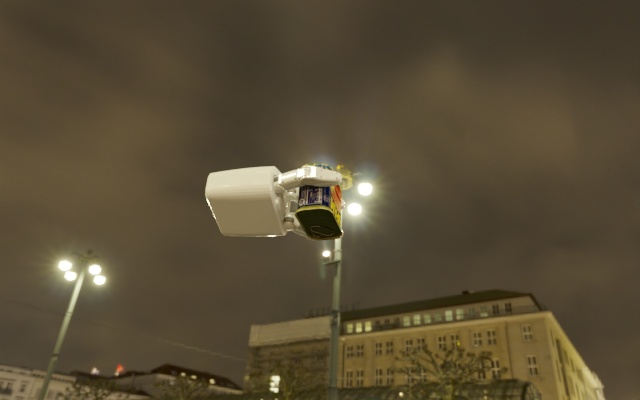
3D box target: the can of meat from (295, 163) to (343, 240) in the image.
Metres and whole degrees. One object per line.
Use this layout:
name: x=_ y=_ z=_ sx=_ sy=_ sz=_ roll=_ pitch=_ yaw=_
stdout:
can of meat: x=0.000 y=0.002 z=0.743 sx=0.057 sy=0.084 sz=0.102 roll=-6 pitch=-32 yaw=14
